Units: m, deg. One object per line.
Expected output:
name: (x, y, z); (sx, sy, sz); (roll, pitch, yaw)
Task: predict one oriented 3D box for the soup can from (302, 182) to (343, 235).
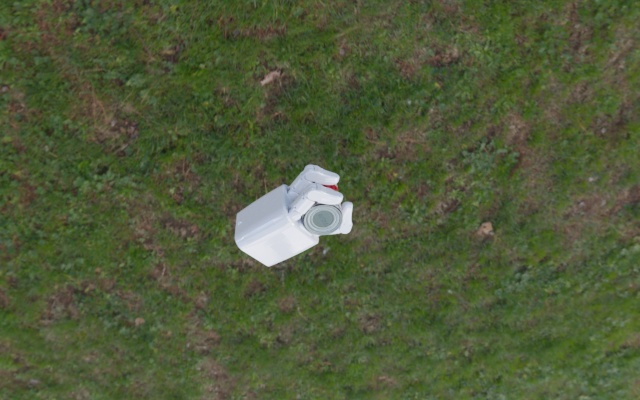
soup can: (0.001, 0.003, 0.822); (0.068, 0.069, 0.102); (0, 37, -6)
